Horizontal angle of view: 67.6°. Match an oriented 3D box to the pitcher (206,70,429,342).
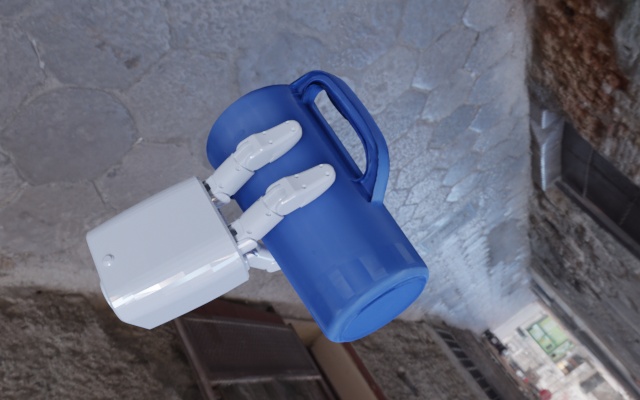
[{"bbox_3d":[0.000,0.002,0.465,0.145,0.242,0.149,-27,-29,-14],"label":"pitcher"}]
